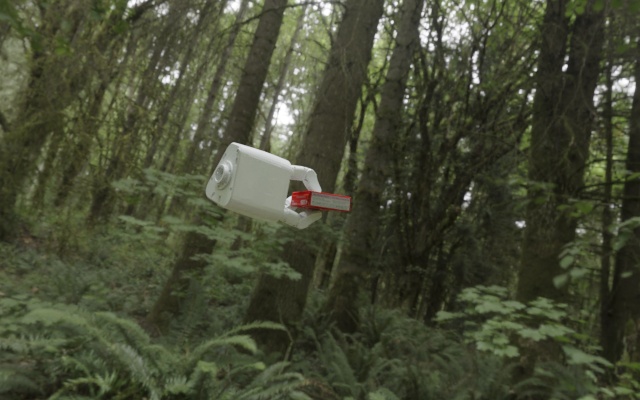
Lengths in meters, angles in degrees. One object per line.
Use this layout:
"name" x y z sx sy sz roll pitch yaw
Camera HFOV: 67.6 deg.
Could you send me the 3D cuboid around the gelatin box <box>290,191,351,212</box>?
"gelatin box" 0.000 0.002 0.882 0.089 0.030 0.073 8 -5 -29
